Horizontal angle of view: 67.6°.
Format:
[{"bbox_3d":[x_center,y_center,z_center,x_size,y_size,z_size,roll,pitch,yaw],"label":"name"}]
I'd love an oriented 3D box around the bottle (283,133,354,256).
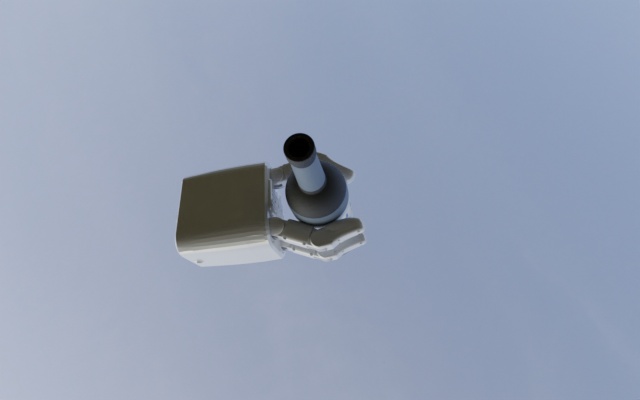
[{"bbox_3d":[0.000,0.002,0.541,0.069,0.069,0.296,0,-19,8],"label":"bottle"}]
